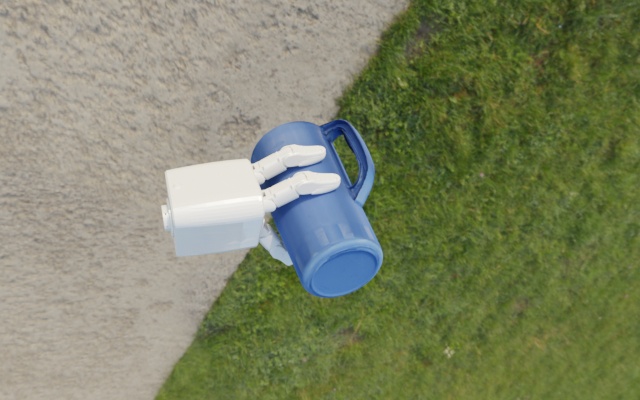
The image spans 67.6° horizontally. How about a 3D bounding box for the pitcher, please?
[{"bbox_3d":[0.000,0.002,0.659,0.145,0.149,0.242,-7,45,-19],"label":"pitcher"}]
